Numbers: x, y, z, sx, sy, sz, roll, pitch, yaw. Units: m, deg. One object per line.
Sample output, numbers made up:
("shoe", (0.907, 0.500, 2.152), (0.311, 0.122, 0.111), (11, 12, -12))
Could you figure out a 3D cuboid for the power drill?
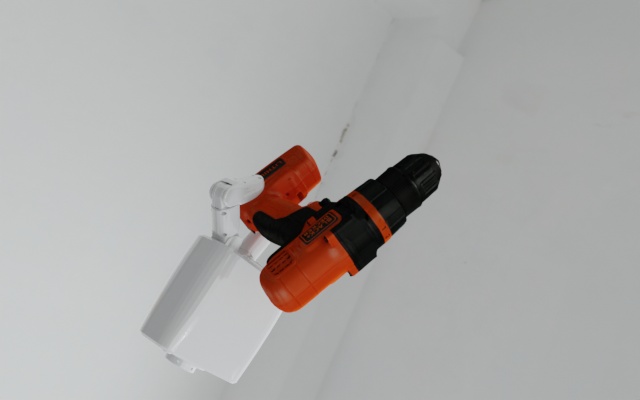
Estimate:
("power drill", (0.000, 0.002, 0.458), (0.184, 0.057, 0.187), (-37, 29, -10))
